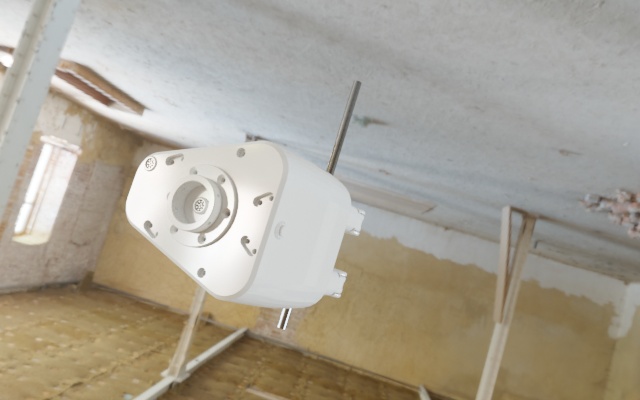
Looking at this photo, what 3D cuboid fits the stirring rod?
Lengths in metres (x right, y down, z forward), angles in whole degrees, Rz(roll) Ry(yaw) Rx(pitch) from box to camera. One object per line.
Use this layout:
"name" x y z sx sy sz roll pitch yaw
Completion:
"stirring rod" 0.000 0.001 0.445 0.011 0.239 0.011 17 -5 2
